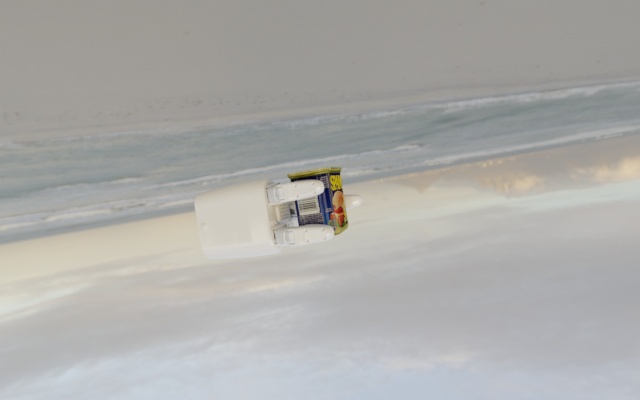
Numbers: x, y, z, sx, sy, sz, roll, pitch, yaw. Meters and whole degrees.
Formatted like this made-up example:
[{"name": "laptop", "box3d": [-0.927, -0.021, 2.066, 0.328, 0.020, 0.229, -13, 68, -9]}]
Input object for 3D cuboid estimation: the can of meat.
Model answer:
[{"name": "can of meat", "box3d": [0.000, 0.002, 0.622, 0.057, 0.084, 0.102, -9, 2, 14]}]
